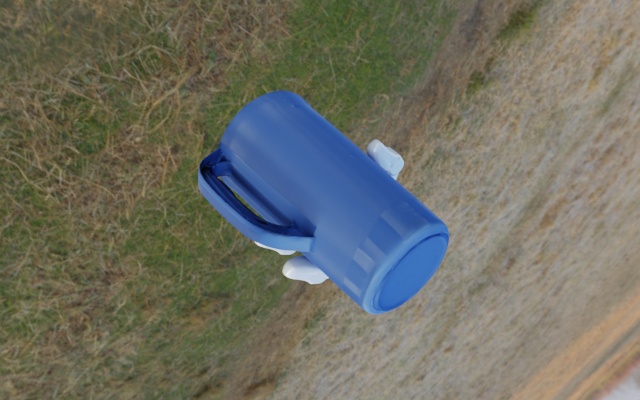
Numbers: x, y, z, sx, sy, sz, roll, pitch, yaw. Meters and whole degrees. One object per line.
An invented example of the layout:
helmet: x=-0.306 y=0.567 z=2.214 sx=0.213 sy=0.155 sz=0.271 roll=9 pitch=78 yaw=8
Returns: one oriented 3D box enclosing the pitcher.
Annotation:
pitcher: x=0.000 y=0.002 z=0.488 sx=0.242 sy=0.149 sz=0.145 roll=42 pitch=0 yaw=33
